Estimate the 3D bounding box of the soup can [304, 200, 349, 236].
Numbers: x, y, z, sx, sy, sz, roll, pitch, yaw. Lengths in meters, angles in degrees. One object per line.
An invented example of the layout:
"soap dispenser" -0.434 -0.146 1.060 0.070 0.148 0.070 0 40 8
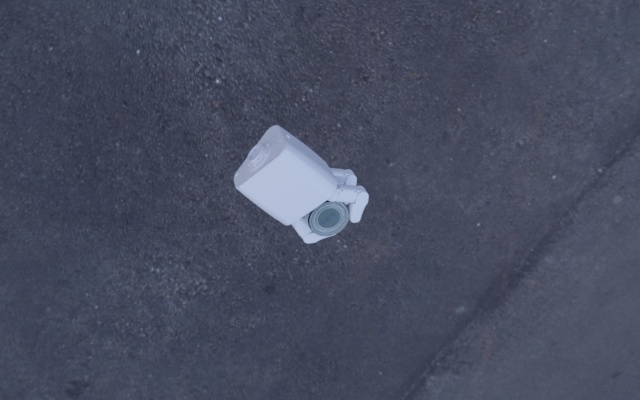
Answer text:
"soup can" 0.000 0.003 0.772 0.068 0.068 0.102 0 31 -18
